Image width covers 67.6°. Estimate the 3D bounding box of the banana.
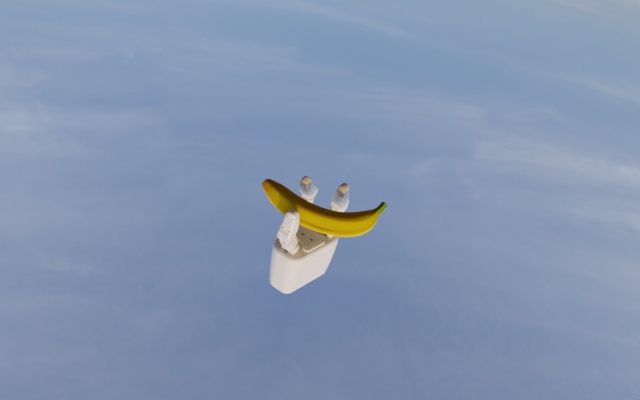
[{"bbox_3d":[0.000,0.017,0.731,0.198,0.069,0.037,13,-40,0],"label":"banana"}]
